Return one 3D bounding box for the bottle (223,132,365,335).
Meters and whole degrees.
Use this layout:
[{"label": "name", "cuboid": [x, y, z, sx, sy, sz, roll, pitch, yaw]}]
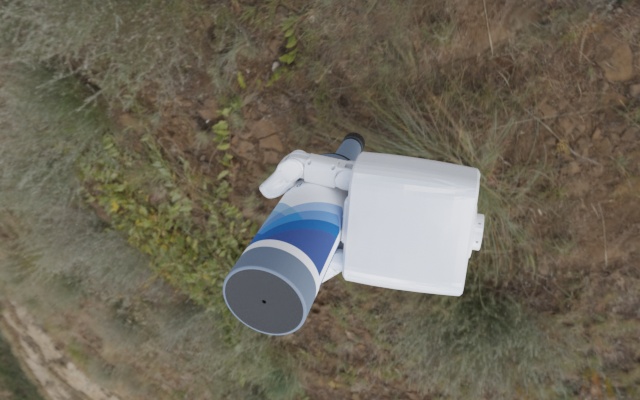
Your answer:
[{"label": "bottle", "cuboid": [0.000, 0.002, 0.470, 0.069, 0.069, 0.295, 0, 30, 19]}]
